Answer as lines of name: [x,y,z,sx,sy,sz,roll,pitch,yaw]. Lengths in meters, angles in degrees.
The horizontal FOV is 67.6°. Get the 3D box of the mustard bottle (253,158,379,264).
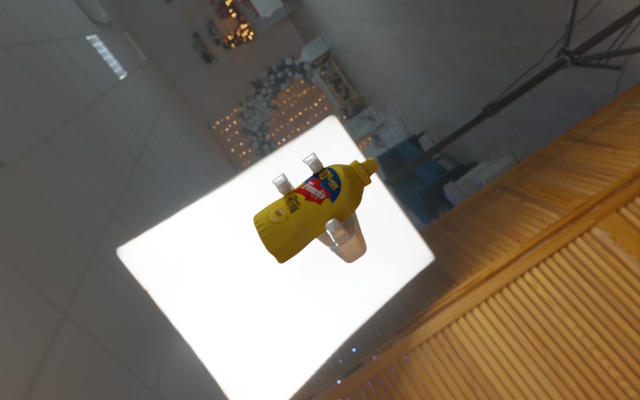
mustard bottle: [0.000,0.002,0.669,0.191,0.058,0.096,-35,36,1]
